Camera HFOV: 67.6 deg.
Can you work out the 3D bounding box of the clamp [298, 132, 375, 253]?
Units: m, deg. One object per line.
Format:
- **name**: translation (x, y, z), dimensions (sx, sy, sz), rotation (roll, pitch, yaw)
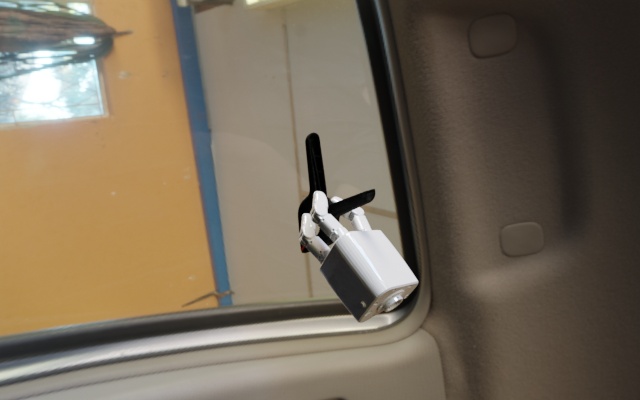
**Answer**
- **clamp**: translation (0.001, 0.003, 0.803), dimensions (0.036, 0.164, 0.210), rotation (-13, -35, -37)
